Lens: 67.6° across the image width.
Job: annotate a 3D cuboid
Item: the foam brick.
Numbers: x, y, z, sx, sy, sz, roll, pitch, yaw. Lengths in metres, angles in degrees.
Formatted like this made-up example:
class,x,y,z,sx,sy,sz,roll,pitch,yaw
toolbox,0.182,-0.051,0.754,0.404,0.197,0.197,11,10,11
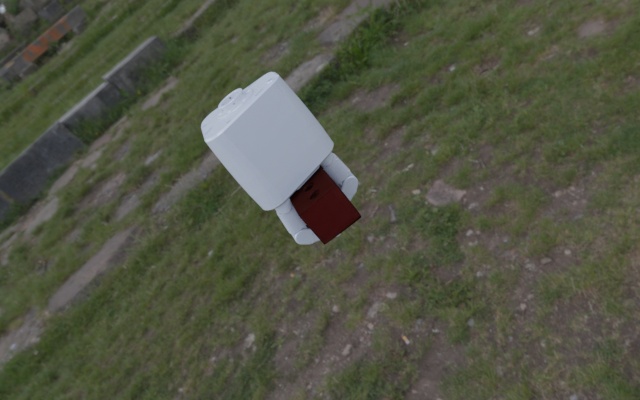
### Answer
class,x,y,z,sx,sy,sz,roll,pitch,yaw
foam brick,0.000,0.002,0.539,0.053,0.051,0.078,-39,29,1
